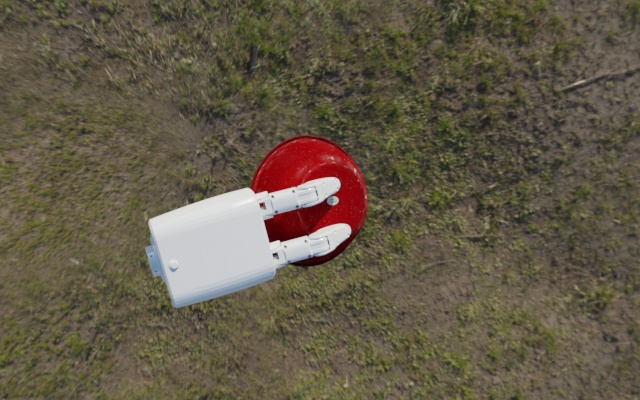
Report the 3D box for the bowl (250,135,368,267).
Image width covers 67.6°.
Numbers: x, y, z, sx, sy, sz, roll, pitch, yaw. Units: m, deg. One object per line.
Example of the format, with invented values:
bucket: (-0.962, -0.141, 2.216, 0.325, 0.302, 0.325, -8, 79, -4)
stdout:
bowl: (0.001, 0.001, 0.565, 0.162, 0.162, 0.055, 0, 2, -30)
